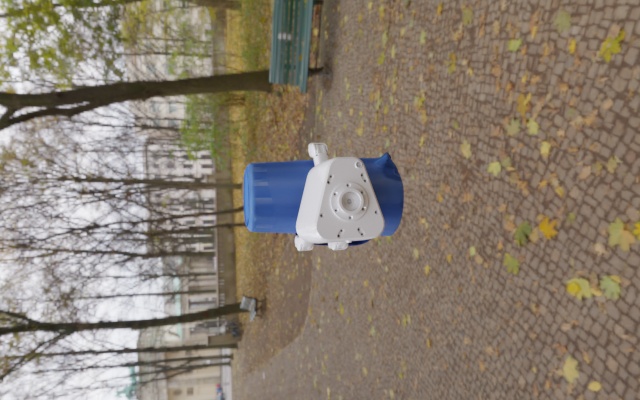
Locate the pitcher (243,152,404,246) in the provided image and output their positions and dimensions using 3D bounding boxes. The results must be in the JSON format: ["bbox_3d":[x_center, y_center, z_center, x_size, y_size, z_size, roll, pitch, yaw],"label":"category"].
[{"bbox_3d":[0.000,0.002,0.776,0.243,0.149,0.145,-1,-4,-14],"label":"pitcher"}]
